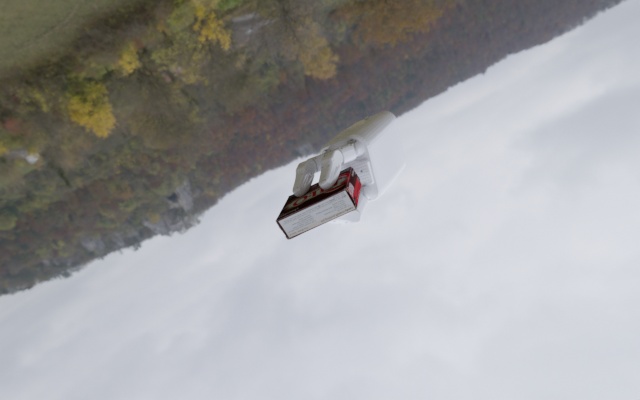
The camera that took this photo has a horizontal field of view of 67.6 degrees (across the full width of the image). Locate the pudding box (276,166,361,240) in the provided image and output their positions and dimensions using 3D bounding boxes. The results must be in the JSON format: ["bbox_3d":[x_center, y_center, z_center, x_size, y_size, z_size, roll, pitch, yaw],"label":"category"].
[{"bbox_3d":[0.000,0.002,0.676,0.113,0.039,0.090,-27,15,18],"label":"pudding box"}]
